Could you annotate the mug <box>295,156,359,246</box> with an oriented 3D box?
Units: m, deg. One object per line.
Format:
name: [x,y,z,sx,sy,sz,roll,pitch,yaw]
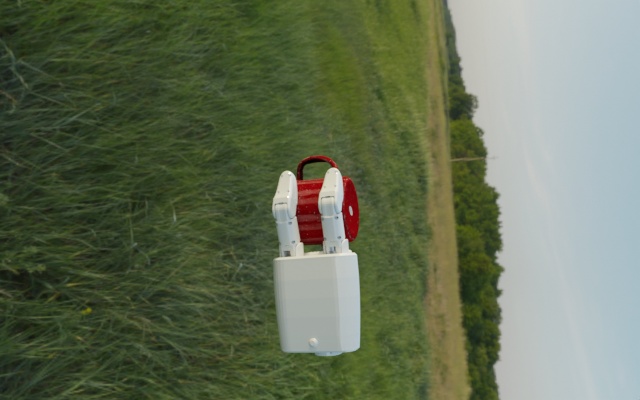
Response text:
mug: [0.000,0.001,0.598,0.081,0.117,0.093,-5,-5,17]
